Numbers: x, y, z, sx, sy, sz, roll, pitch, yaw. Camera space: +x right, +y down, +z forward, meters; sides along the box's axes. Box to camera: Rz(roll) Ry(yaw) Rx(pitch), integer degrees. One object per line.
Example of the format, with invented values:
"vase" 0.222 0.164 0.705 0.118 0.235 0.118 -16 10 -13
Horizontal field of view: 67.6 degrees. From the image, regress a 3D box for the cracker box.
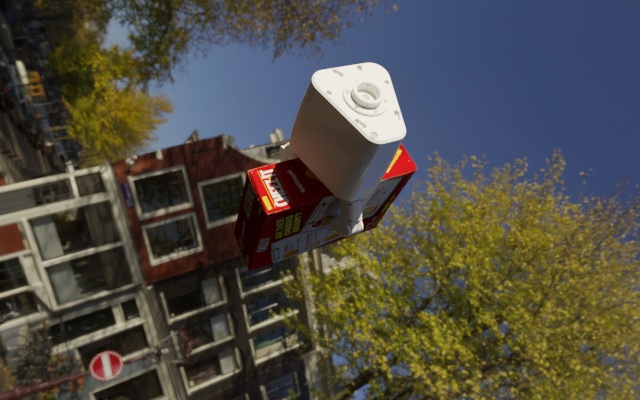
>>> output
"cracker box" 0.000 0.002 0.642 0.213 0.072 0.164 -16 -25 -25
